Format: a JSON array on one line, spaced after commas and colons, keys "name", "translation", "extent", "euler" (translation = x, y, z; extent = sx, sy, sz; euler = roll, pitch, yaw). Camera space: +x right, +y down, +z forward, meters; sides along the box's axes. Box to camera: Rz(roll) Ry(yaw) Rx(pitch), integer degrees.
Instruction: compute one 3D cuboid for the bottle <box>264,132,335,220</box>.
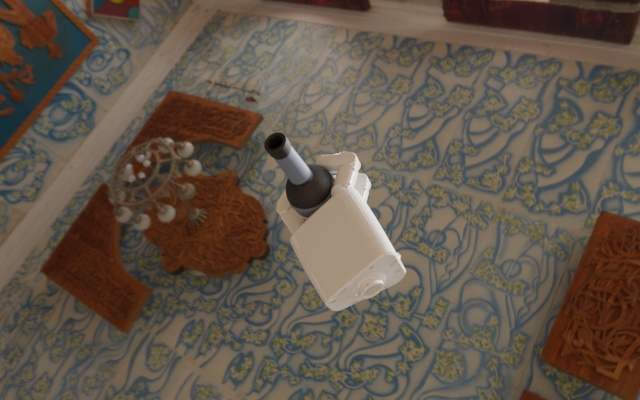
[{"name": "bottle", "translation": [0.000, 0.002, 0.653], "extent": [0.069, 0.069, 0.296], "euler": [0, -27, 23]}]
